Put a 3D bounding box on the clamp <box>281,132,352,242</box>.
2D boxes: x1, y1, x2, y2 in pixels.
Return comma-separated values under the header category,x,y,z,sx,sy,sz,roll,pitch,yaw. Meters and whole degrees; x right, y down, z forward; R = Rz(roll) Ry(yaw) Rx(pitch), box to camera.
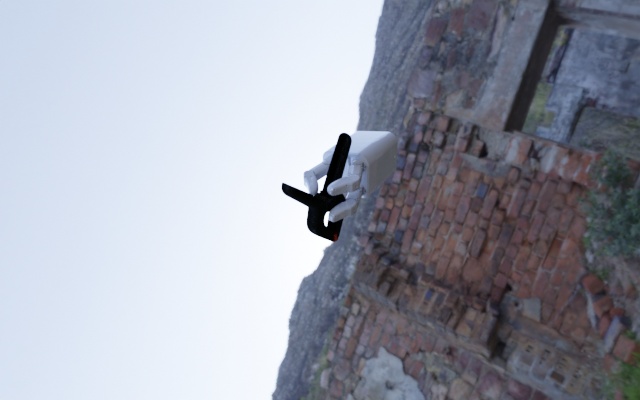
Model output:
category,x,y,z,sx,sy,sz,roll,pitch,yaw
clamp,0.000,0.003,0.843,0.036,0.210,0.164,28,48,33
